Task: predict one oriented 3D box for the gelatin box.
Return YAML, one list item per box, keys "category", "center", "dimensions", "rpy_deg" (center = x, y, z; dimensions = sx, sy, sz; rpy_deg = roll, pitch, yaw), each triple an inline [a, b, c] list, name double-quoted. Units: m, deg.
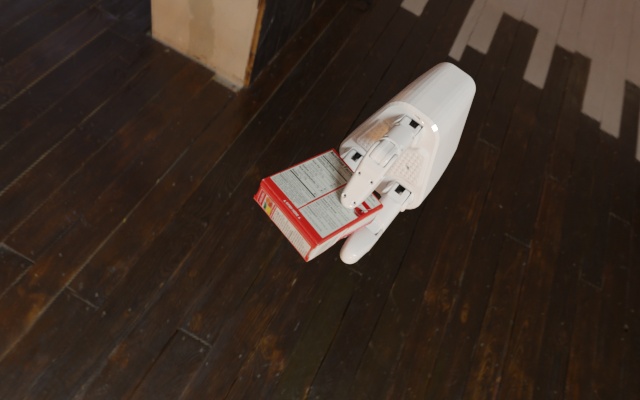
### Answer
- category: "gelatin box"
  center: [0.000, 0.001, 0.412]
  dimensions: [0.089, 0.073, 0.030]
  rpy_deg: [-27, -21, -40]
